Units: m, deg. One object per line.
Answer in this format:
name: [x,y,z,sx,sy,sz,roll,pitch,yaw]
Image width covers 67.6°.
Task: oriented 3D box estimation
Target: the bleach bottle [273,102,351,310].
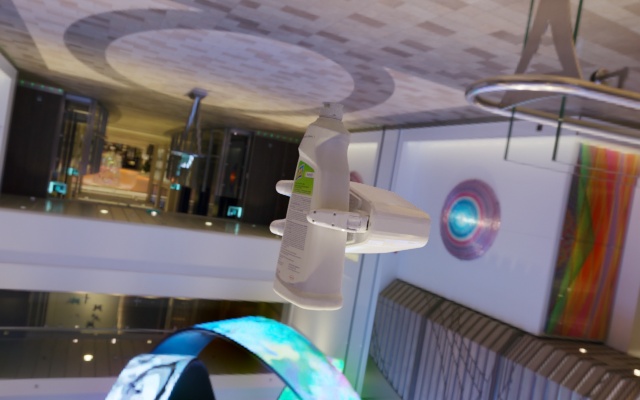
bleach bottle: [0.000,0.002,0.603,0.068,0.251,0.102,8,2,-33]
